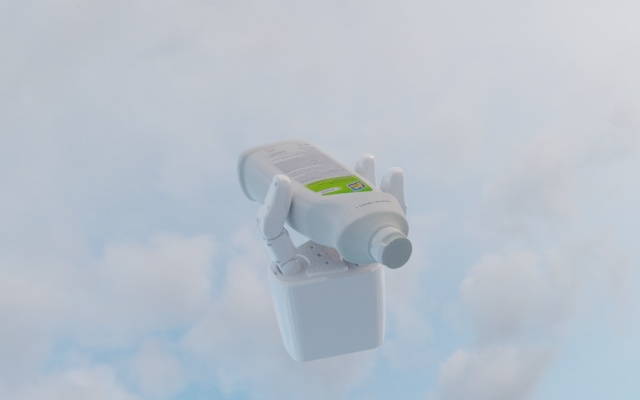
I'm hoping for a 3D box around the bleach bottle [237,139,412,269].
[{"bbox_3d":[0.000,0.001,0.480,0.102,0.068,0.250,-16,26,-21],"label":"bleach bottle"}]
